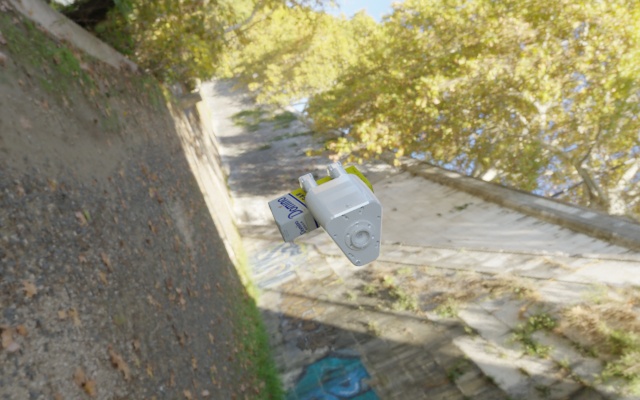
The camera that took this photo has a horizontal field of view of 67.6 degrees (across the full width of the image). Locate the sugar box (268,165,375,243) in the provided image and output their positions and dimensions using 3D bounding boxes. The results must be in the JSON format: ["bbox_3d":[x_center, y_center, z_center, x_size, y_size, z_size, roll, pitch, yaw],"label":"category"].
[{"bbox_3d":[0.000,0.002,0.853,0.176,0.048,0.093,-22,31,-8],"label":"sugar box"}]
